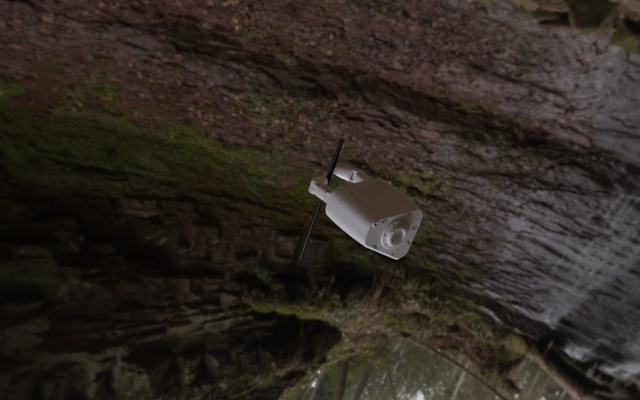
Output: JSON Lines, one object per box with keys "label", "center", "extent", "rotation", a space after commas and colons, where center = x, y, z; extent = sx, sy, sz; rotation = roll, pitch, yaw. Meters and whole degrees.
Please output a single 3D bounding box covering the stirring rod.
{"label": "stirring rod", "center": [0.000, 0.003, 0.856], "extent": [0.011, 0.240, 0.011], "rotation": [17, 19, -6]}
